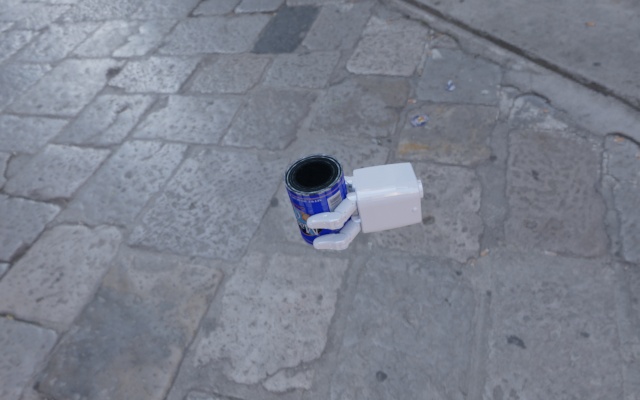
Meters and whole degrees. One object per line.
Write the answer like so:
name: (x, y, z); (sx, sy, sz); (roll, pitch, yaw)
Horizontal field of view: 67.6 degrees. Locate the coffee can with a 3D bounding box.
coffee can: (0.000, 0.003, 0.846); (0.103, 0.102, 0.140); (0, -44, 15)
